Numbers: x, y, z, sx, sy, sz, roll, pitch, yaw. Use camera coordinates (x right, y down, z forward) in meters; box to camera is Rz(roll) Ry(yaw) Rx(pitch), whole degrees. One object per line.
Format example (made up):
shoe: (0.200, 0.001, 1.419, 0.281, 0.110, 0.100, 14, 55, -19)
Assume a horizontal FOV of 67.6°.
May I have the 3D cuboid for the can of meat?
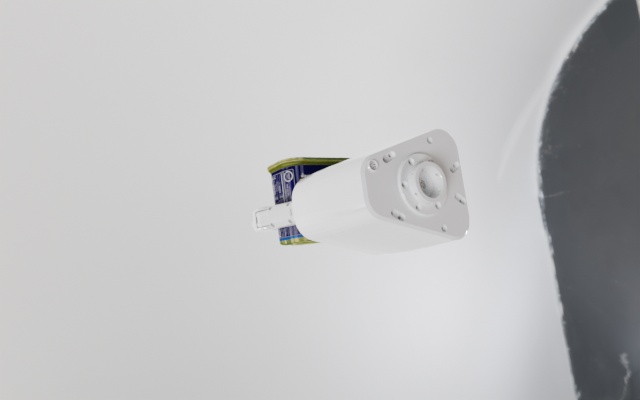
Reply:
can of meat: (0.000, 0.002, 0.504, 0.102, 0.084, 0.057, -3, -9, -35)
